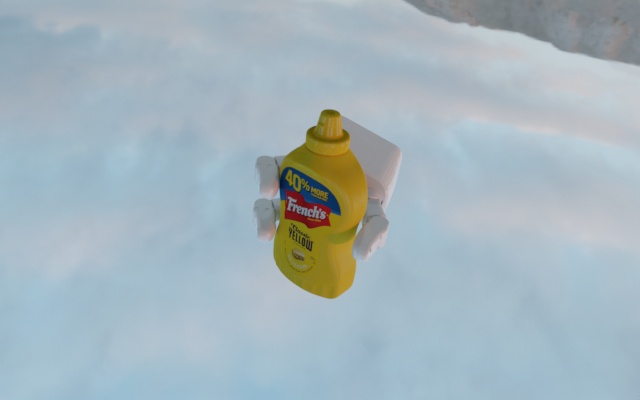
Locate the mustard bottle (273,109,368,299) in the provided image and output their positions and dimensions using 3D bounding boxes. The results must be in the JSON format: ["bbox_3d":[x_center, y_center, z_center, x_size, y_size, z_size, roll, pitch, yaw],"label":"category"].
[{"bbox_3d":[0.000,0.002,0.475,0.096,0.192,0.058,31,40,32],"label":"mustard bottle"}]
